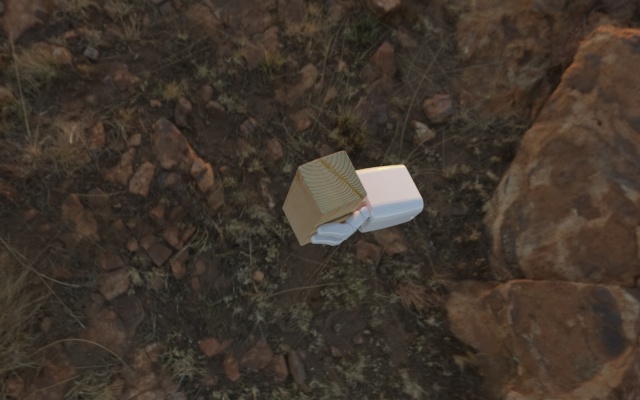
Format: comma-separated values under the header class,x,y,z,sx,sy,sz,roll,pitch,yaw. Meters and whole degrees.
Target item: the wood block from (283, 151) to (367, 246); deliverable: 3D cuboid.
class,x,y,z,sx,sy,sz,roll,pitch,yaw
wood block,0.000,0.002,0.871,0.090,0.091,0.206,-22,-14,-19
